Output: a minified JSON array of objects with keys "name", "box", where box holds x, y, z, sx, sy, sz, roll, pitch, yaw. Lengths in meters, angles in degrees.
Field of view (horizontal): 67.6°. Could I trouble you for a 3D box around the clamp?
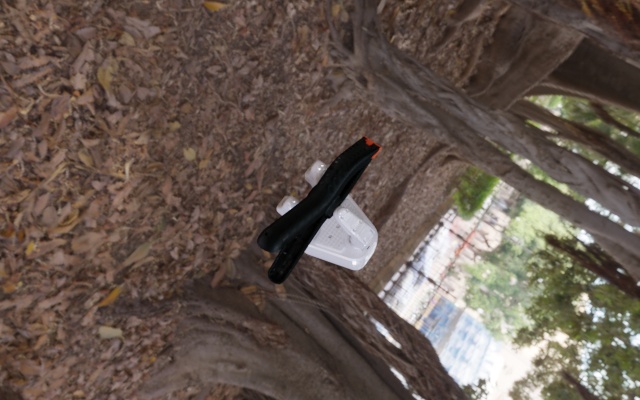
[{"name":"clamp","box":[0.001,0.002,0.552,0.036,0.210,0.164,36,-11,11]}]
